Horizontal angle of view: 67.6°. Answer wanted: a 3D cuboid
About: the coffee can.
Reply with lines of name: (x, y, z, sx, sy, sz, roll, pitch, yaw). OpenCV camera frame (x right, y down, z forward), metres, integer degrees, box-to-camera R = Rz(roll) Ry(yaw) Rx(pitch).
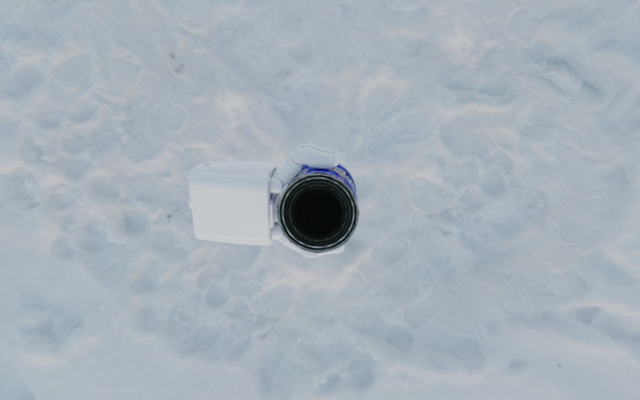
coffee can: (0.000, 0.002, 0.658, 0.103, 0.103, 0.140, 0, 12, 3)
